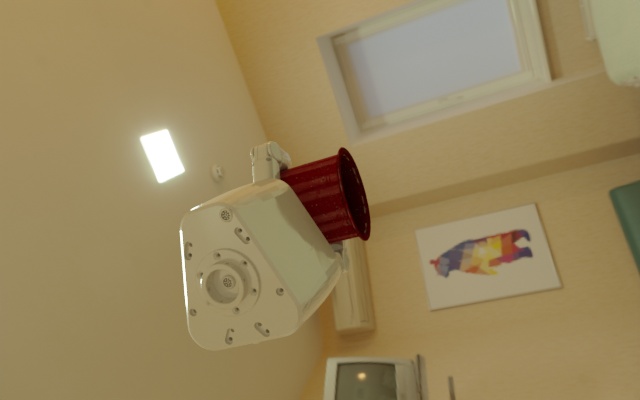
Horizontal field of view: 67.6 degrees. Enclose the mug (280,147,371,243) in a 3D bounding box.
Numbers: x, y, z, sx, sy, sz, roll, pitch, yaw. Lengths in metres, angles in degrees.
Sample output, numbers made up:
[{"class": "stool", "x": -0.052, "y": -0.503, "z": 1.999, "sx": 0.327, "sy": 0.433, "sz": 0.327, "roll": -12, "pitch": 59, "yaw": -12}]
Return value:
[{"class": "mug", "x": 0.000, "y": 0.001, "z": 0.484, "sx": 0.081, "sy": 0.093, "sz": 0.117, "roll": -15, "pitch": 4, "yaw": 17}]
